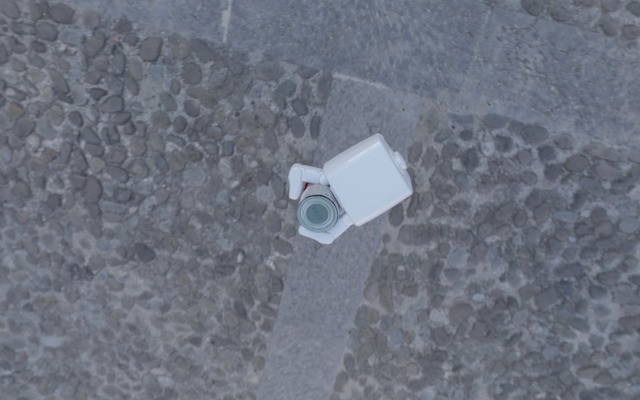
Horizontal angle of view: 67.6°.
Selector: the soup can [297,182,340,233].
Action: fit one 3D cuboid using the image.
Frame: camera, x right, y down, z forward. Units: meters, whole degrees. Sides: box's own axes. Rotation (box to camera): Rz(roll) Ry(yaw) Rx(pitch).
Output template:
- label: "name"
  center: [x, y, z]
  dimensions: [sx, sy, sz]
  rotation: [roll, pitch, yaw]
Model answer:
- label: "soup can"
  center: [0.000, 0.003, 0.799]
  dimensions: [0.068, 0.068, 0.102]
  rotation: [0, 23, 6]
